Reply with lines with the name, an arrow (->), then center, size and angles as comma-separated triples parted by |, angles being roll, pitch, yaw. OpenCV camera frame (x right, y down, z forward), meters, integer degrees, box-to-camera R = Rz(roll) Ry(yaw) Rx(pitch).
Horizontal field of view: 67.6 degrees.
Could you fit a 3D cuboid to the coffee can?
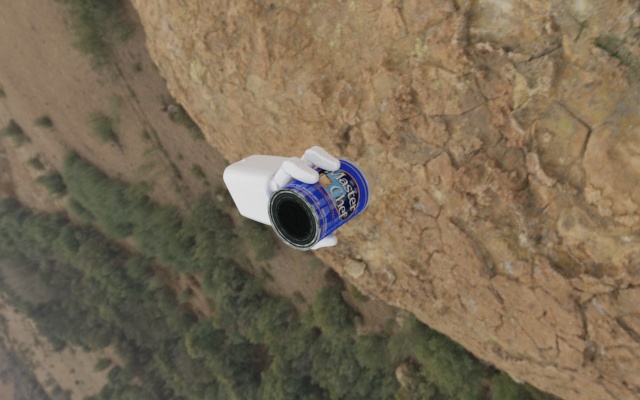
coffee can -> 0.000, 0.003, 0.761 | 0.103, 0.103, 0.140 | 0, 22, 41
